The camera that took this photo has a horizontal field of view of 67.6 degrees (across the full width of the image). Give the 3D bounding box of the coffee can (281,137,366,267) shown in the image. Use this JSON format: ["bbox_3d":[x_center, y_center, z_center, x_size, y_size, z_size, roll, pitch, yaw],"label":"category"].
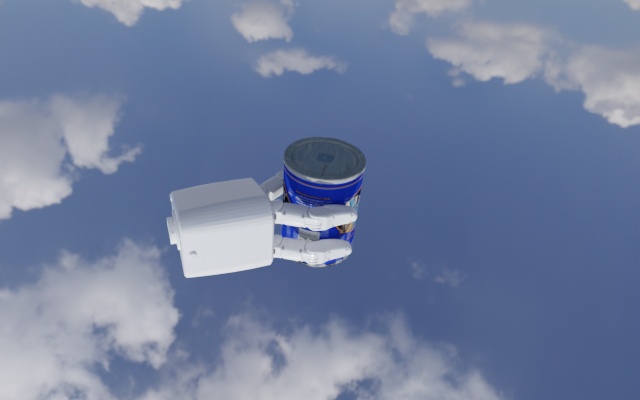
[{"bbox_3d":[0.000,0.002,0.630,0.103,0.140,0.102,4,36,-3],"label":"coffee can"}]
